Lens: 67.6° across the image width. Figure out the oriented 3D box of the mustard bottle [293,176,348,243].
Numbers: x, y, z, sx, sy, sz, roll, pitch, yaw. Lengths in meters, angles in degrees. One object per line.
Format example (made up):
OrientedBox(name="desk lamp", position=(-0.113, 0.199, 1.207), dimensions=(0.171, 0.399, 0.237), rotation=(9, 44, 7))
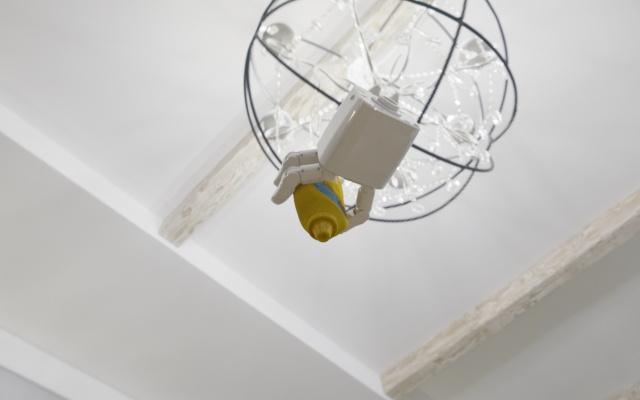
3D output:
OrientedBox(name="mustard bottle", position=(0.000, 0.002, 0.703), dimensions=(0.058, 0.096, 0.191), rotation=(-36, 24, 15))
